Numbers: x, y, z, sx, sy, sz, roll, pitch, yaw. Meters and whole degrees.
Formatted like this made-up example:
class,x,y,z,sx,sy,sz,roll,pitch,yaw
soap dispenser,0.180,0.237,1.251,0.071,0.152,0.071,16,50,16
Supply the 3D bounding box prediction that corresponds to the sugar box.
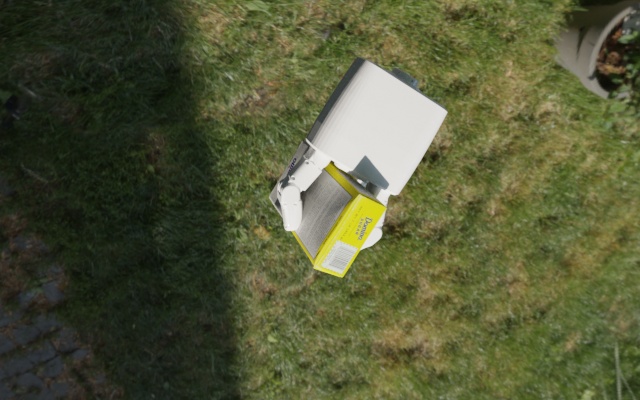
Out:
class,x,y,z,sx,sy,sz,roll,pitch,yaw
sugar box,0.001,0.002,0.560,0.048,0.093,0.176,25,14,-28
